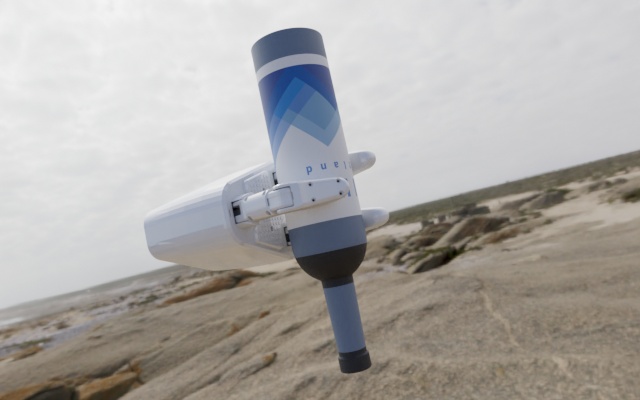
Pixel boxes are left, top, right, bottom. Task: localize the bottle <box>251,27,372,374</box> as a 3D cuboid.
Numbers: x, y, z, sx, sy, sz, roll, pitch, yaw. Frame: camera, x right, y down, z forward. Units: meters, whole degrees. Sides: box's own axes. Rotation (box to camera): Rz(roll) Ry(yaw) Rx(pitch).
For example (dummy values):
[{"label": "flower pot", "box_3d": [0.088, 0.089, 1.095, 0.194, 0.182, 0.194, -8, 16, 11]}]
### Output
[{"label": "bottle", "box_3d": [0.000, 0.001, 0.423, 0.069, 0.295, 0.069, -12, -5, -1]}]
